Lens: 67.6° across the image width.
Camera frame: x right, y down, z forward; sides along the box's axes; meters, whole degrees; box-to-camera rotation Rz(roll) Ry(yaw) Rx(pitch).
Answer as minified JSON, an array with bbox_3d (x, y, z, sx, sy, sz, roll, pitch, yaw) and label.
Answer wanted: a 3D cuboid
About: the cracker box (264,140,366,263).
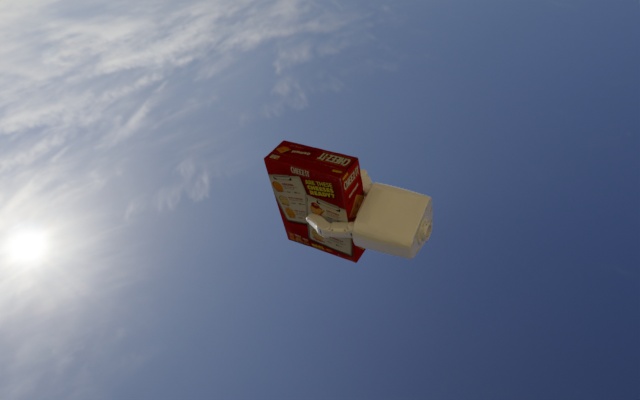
[{"bbox_3d":[0.000,0.003,0.894,0.164,0.214,0.072,16,48,29],"label":"cracker box"}]
